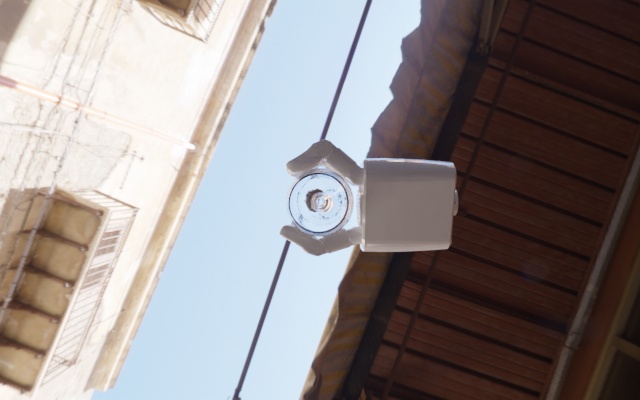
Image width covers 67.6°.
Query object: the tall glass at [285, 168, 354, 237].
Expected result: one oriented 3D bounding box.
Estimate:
[{"bbox_3d":[0.000,0.002,0.582,0.079,0.079,0.201,0,0,1],"label":"tall glass"}]
